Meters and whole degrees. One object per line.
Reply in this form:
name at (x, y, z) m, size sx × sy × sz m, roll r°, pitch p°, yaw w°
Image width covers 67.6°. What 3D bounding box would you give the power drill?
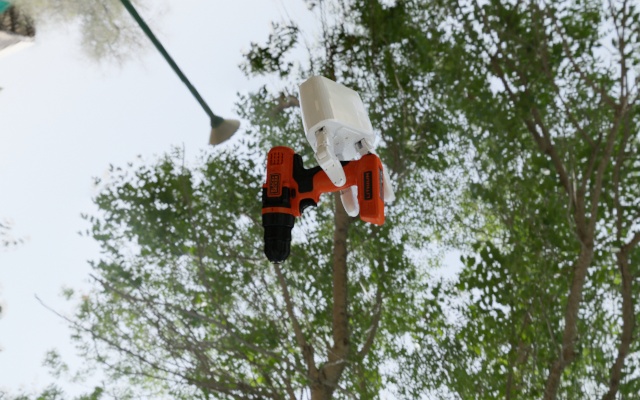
power drill at (0.001, 0.002, 0.720) m, size 0.187 × 0.184 × 0.057 m, roll -2°, pitch -12°, yaw 15°
